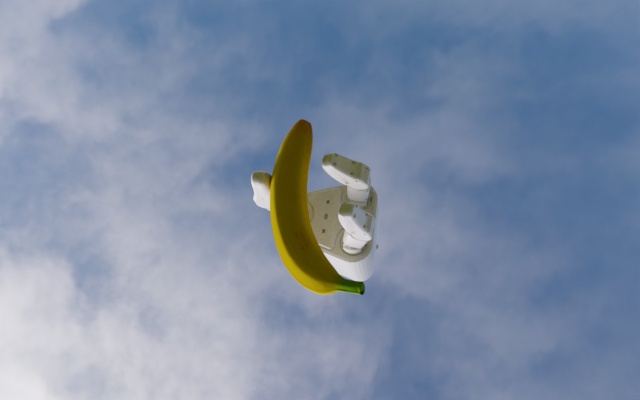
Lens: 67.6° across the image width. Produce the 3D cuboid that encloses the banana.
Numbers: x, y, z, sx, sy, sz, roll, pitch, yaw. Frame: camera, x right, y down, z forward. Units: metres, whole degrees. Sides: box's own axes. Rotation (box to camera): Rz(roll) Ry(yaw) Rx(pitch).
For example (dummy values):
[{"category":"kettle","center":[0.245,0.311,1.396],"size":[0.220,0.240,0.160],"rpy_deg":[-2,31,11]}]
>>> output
[{"category":"banana","center":[-0.016,0.011,0.460],"size":[0.069,0.197,0.037],"rpy_deg":[-21,-28,6]}]
